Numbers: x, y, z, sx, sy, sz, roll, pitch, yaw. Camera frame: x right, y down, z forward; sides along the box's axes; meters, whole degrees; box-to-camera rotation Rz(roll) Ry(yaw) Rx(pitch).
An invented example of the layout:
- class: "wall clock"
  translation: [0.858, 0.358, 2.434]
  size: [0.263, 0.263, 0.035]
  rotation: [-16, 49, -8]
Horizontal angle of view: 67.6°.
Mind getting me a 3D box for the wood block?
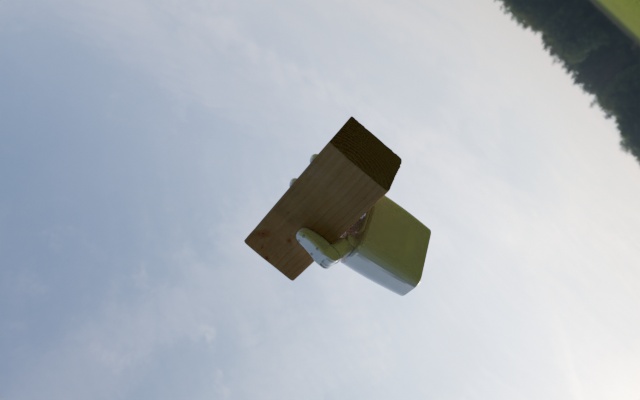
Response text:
- class: "wood block"
  translation: [0.000, 0.003, 0.628]
  size: [0.206, 0.090, 0.090]
  rotation: [-47, 5, 35]
